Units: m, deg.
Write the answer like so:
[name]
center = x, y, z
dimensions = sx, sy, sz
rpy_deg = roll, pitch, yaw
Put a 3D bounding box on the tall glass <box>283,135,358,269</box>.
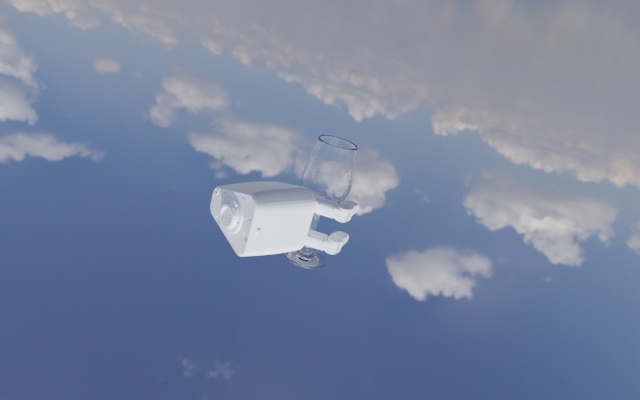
[tall glass]
center = 0.000, 0.003, 0.747
dimensions = 0.079, 0.201, 0.079
rpy_deg = 15, 20, -5
